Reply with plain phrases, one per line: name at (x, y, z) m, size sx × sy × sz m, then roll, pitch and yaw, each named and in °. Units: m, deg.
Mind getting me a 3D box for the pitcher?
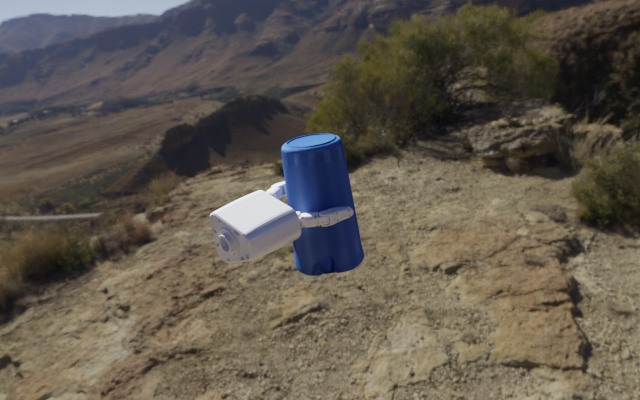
pitcher at (0.000, 0.003, 0.882) m, size 0.145 × 0.243 × 0.149 m, roll -25°, pitch 26°, yaw -37°
